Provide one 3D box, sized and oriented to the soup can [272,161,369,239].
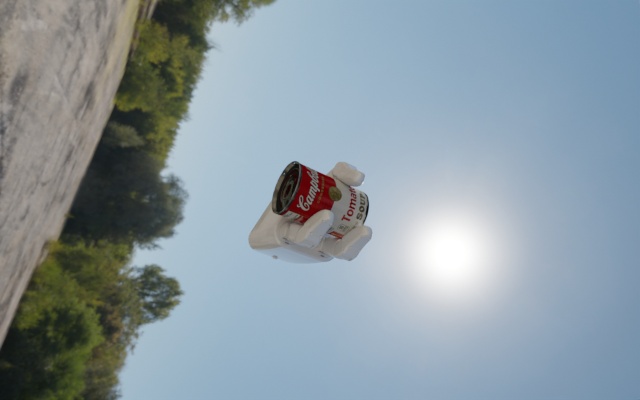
[{"bbox_3d":[0.001,0.002,0.588,0.102,0.068,0.068,23,-10,-25],"label":"soup can"}]
